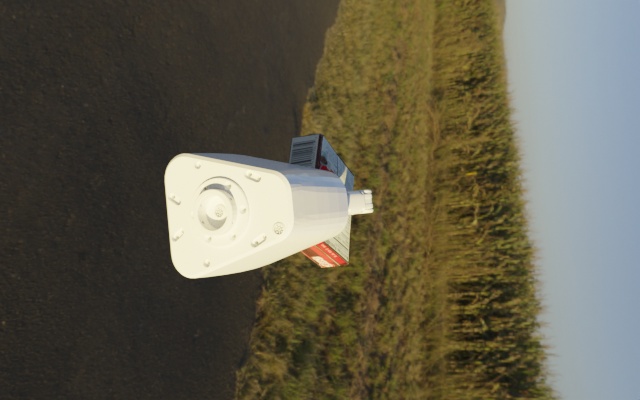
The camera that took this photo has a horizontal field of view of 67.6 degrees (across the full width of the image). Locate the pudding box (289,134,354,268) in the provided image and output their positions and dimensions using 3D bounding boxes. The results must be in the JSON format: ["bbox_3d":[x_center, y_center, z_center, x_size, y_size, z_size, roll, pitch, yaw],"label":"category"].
[{"bbox_3d":[0.000,0.002,0.492,0.039,0.113,0.090,-6,-30,25],"label":"pudding box"}]
